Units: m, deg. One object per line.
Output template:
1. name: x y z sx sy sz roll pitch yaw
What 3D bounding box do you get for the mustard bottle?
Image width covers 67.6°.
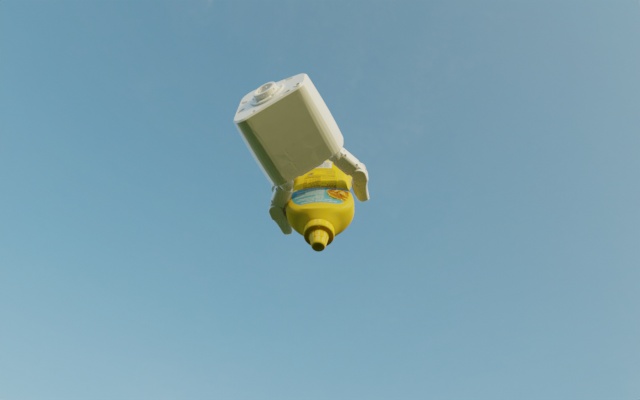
1. mustard bottle: 0.000 0.002 0.685 0.096 0.058 0.191 -1 36 3
